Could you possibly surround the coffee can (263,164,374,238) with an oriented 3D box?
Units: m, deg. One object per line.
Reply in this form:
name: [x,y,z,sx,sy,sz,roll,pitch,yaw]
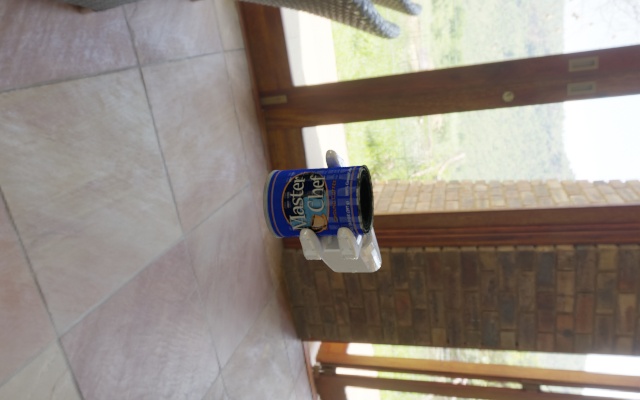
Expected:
coffee can: [0.000,0.002,0.702,0.140,0.103,0.103,-3,-1,17]
